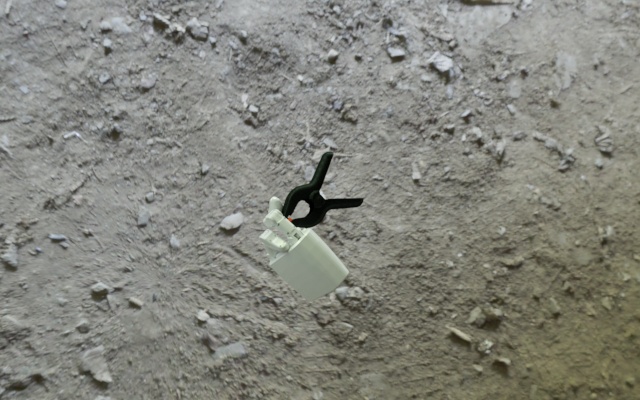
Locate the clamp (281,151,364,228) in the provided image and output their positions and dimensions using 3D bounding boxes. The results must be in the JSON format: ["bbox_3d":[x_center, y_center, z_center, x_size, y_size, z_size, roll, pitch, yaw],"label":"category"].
[{"bbox_3d":[0.000,0.003,0.883,0.171,0.120,0.039,-46,4,-19],"label":"clamp"}]
